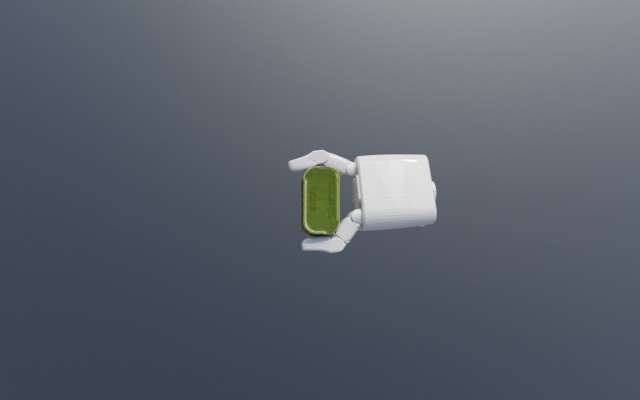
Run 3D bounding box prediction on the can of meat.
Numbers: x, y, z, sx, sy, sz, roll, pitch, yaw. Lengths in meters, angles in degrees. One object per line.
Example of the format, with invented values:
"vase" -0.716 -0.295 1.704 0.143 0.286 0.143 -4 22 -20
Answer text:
"can of meat" 0.000 0.002 0.702 0.057 0.102 0.084 0 -4 -3
